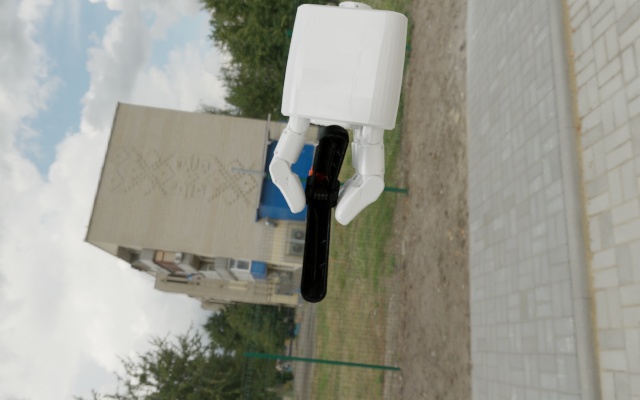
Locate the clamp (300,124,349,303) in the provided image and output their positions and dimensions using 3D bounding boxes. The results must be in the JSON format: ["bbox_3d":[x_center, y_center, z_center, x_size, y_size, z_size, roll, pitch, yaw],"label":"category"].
[{"bbox_3d":[-0.001,0.001,0.507,0.036,0.164,0.210,8,9,-3],"label":"clamp"}]
